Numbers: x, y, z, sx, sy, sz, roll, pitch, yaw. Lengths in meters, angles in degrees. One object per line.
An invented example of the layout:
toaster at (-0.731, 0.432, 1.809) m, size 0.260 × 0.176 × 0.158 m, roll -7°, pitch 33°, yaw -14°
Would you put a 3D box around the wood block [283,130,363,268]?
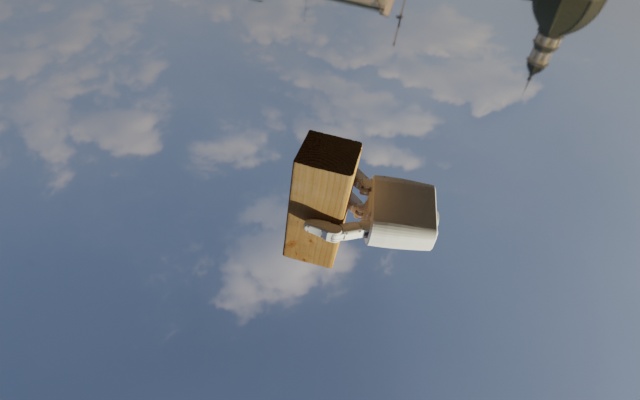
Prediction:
wood block at (0.000, 0.003, 0.776) m, size 0.090 × 0.206 × 0.090 m, roll 15°, pitch 42°, yaw 5°
